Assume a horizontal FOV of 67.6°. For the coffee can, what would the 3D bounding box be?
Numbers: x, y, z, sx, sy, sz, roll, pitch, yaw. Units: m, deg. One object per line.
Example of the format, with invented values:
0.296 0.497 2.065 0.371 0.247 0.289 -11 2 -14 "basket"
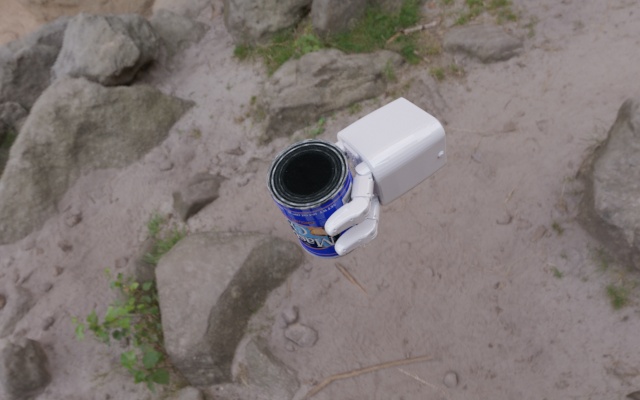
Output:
0.000 0.002 0.630 0.103 0.102 0.140 0 -31 16 "coffee can"
